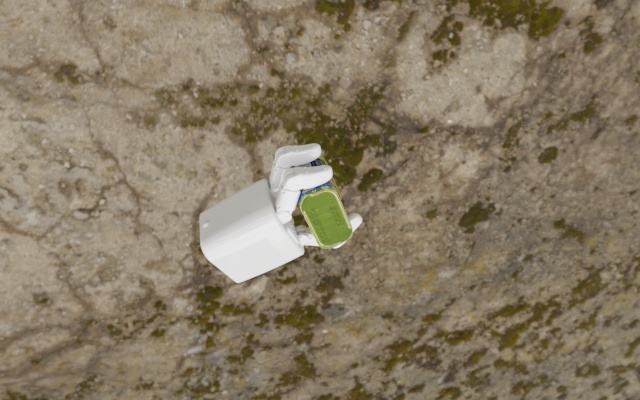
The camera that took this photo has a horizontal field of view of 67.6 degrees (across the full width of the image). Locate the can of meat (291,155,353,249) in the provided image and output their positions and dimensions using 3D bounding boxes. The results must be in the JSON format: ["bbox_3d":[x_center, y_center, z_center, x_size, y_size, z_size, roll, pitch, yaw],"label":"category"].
[{"bbox_3d":[0.000,0.002,0.642,0.057,0.102,0.084,-24,37,2],"label":"can of meat"}]
